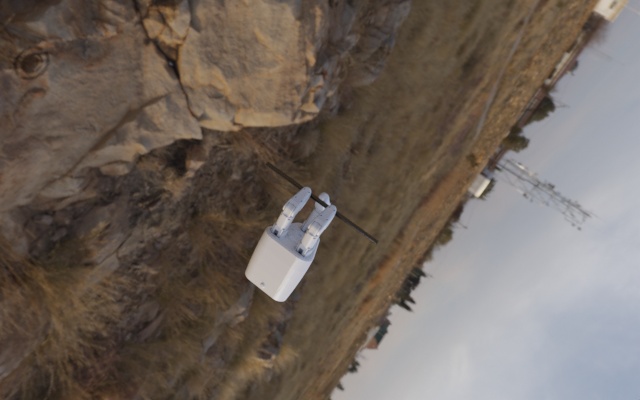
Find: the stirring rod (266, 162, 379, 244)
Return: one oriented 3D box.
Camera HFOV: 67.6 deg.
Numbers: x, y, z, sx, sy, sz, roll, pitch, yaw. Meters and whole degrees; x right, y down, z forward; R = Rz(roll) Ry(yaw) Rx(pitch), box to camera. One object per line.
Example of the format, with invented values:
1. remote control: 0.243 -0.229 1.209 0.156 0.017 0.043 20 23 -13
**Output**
1. stirring rod: 0.000 0.003 0.827 0.239 0.011 0.011 36 9 12
